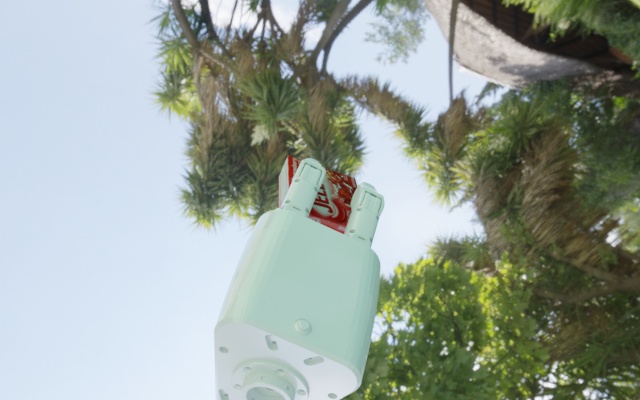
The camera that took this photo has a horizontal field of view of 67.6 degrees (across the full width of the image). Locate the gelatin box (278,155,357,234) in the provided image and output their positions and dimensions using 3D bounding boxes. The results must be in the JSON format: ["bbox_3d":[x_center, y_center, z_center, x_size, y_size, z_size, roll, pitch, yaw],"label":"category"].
[{"bbox_3d":[0.000,0.002,0.437,0.073,0.030,0.089,17,31,-16],"label":"gelatin box"}]
